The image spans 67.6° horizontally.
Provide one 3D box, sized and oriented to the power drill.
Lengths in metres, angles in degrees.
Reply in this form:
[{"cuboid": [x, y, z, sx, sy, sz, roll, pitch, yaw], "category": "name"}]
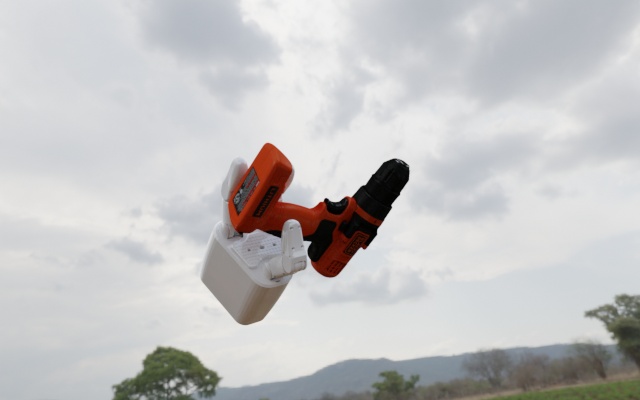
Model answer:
[{"cuboid": [0.000, 0.002, 0.575, 0.188, 0.184, 0.057, 24, 20, -32], "category": "power drill"}]
